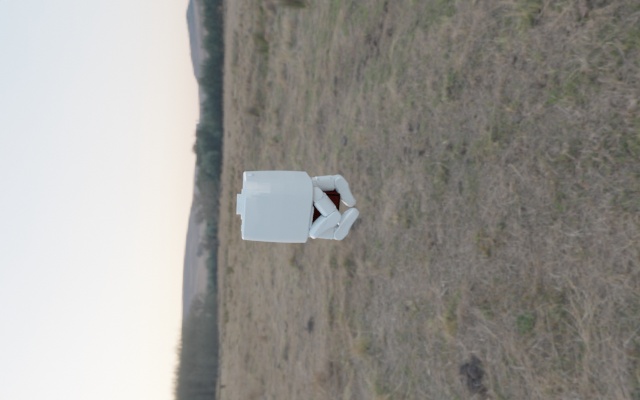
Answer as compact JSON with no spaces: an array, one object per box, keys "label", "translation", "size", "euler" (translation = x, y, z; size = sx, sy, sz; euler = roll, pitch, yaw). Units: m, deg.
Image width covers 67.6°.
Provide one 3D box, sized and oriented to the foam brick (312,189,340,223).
[{"label":"foam brick","translation":[0.000,0.003,0.829],"size":[0.051,0.053,0.078],"euler":[1,15,-11]}]
